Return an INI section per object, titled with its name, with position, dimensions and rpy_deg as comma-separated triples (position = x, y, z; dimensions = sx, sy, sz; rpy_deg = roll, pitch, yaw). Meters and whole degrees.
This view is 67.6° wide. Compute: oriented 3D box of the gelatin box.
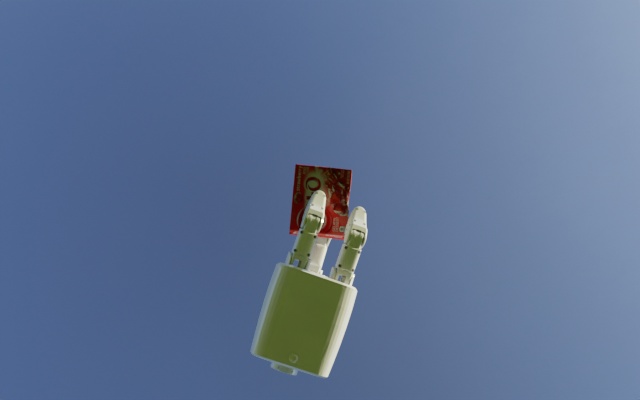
[gelatin box]
position = 0.000, 0.002, 0.606
dimensions = 0.073, 0.089, 0.030
rpy_deg = 6, -15, -1
